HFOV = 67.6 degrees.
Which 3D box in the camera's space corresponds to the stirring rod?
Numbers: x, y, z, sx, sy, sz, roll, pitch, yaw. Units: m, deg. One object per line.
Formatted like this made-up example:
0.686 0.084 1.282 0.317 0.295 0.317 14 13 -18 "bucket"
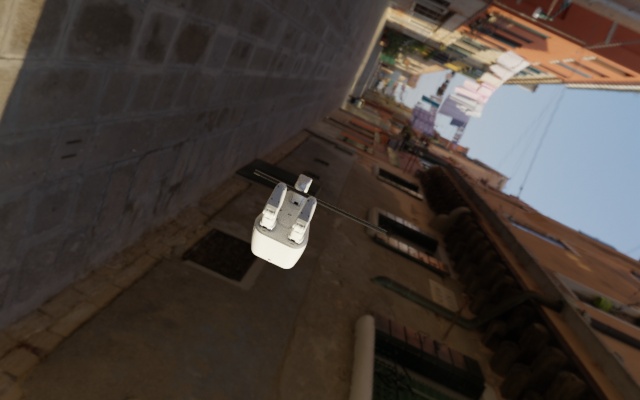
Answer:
0.000 0.003 0.791 0.239 0.011 0.011 25 0 0 "stirring rod"
